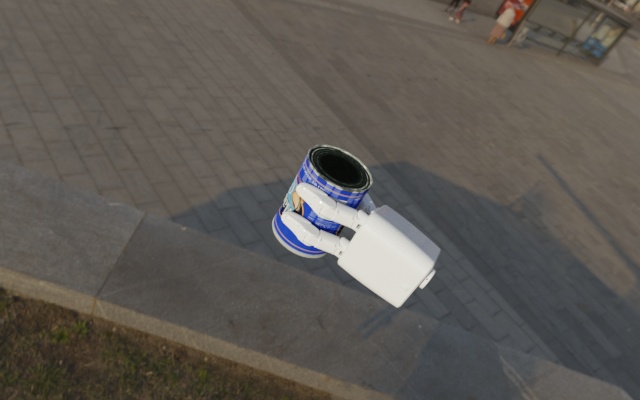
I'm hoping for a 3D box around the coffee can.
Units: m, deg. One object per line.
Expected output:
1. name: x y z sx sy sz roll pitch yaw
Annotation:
1. coffee can: 0.000 0.002 0.715 0.103 0.140 0.102 20 35 -15
